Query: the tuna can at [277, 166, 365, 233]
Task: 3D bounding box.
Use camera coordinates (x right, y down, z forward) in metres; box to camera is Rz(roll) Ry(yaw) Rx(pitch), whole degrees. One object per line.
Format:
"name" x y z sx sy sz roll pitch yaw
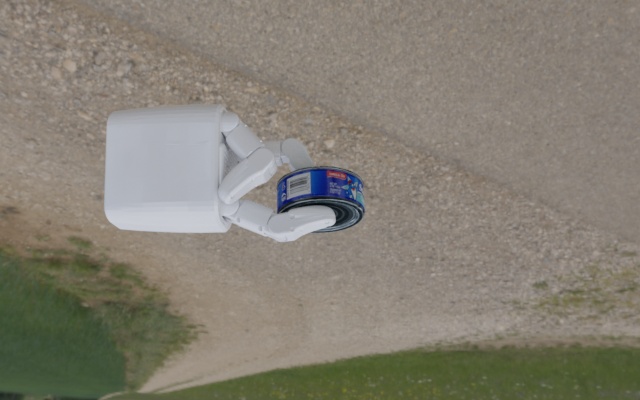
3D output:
"tuna can" 0.000 0.002 0.463 0.086 0.033 0.086 -2 -25 -1
